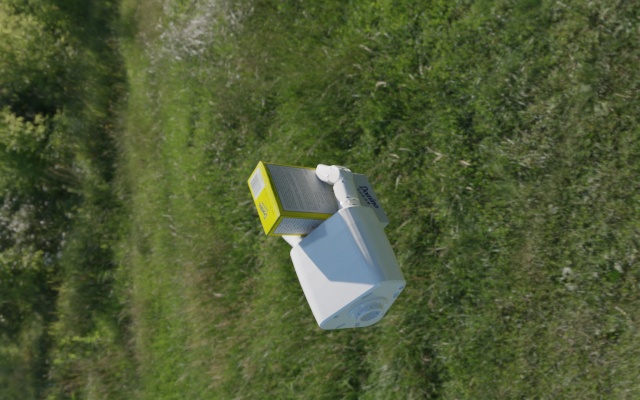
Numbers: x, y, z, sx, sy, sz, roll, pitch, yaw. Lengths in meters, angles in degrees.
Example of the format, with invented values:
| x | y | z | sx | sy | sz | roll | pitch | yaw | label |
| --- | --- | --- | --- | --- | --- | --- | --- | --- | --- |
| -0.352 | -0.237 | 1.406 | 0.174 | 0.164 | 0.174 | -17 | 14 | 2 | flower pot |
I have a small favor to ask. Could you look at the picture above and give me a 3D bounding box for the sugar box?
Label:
| x | y | z | sx | sy | sz | roll | pitch | yaw | label |
| --- | --- | --- | --- | --- | --- | --- | --- | --- | --- |
| 0.000 | 0.003 | 0.634 | 0.176 | 0.093 | 0.048 | 8 | -45 | -37 | sugar box |
